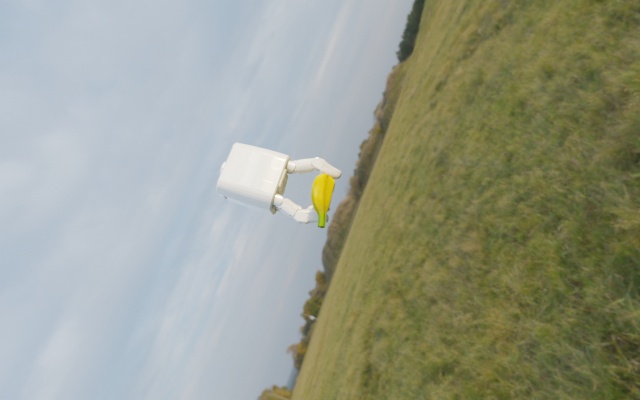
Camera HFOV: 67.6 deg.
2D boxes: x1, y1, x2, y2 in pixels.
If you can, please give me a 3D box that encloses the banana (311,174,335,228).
[{"bbox_3d":[0.004,-0.014,0.841,0.037,0.070,0.197,12,15,2],"label":"banana"}]
